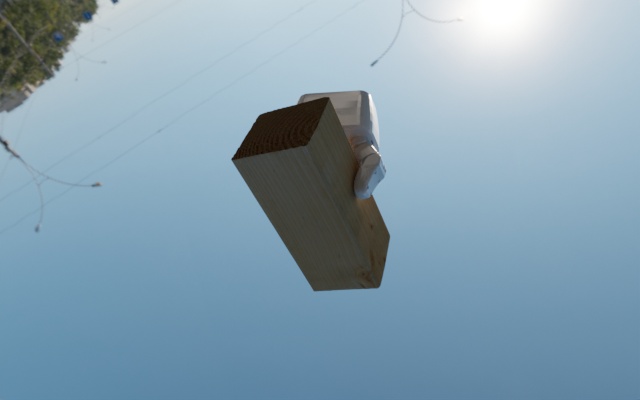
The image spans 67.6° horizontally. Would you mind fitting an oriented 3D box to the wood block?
[{"bbox_3d":[0.001,0.002,0.539,0.091,0.206,0.090,-9,38,27],"label":"wood block"}]
